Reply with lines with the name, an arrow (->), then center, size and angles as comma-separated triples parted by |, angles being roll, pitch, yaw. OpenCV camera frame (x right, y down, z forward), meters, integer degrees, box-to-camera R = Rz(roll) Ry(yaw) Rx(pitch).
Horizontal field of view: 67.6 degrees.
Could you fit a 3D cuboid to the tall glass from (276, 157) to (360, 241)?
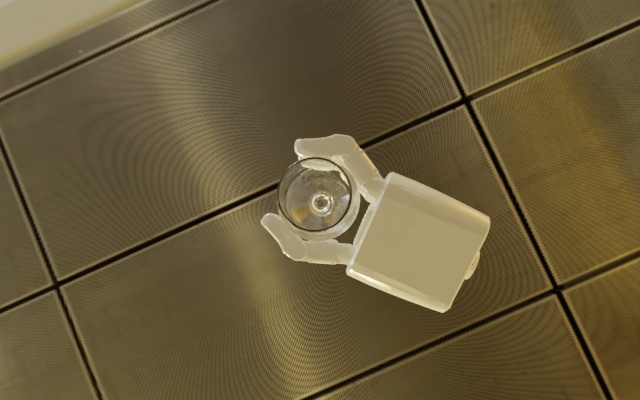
tall glass -> 0.000, 0.002, 0.487 | 0.079, 0.079, 0.201 | 0, -4, 3
